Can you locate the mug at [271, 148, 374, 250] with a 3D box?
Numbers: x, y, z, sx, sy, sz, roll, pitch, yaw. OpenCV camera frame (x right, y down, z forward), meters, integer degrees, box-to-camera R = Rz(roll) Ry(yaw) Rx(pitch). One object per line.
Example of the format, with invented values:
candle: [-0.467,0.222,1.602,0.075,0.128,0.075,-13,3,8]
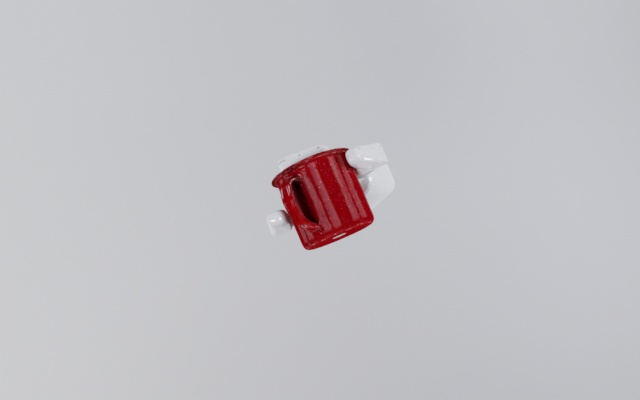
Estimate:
mug: [0.000,0.002,0.495,0.093,0.081,0.117,-28,-11,25]
